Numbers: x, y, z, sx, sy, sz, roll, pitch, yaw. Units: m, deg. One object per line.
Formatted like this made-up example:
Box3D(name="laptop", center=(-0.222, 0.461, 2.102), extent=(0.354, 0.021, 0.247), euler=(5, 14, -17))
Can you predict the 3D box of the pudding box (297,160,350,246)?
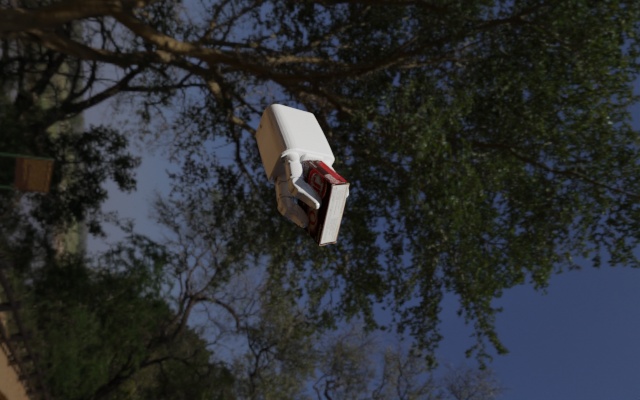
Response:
Box3D(name="pudding box", center=(0.000, 0.002, 0.777), extent=(0.039, 0.113, 0.090), euler=(-7, 31, -29))
